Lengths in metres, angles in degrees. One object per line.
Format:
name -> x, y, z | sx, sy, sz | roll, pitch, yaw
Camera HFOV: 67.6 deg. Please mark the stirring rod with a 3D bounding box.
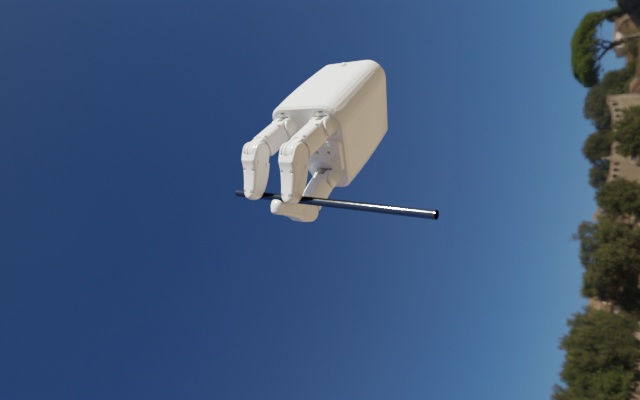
stirring rod -> 0.000, 0.001, 0.455 | 0.239, 0.011, 0.011 | 6, 4, 40
